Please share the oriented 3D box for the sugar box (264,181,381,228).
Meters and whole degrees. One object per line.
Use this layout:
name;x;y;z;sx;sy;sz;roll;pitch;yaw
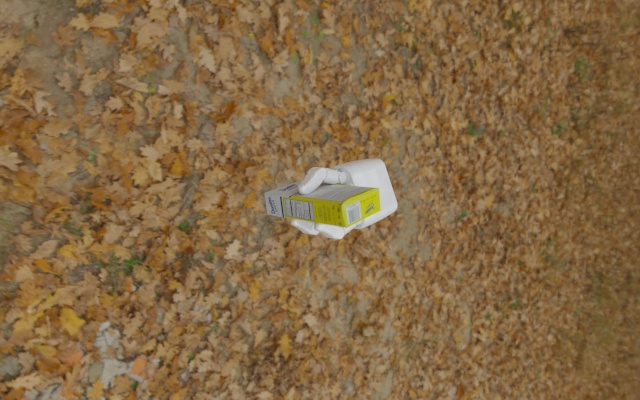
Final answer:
sugar box;0.000;0.003;0.786;0.176;0.048;0.093;4;18;43
